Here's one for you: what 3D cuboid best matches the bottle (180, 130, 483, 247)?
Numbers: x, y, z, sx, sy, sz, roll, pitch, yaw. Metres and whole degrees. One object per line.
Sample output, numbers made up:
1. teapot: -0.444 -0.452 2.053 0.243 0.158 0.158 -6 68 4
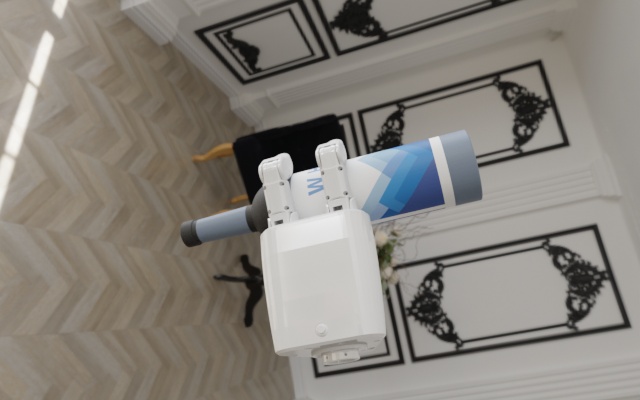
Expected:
1. bottle: 0.000 0.001 0.468 0.296 0.069 0.069 -14 -3 12
